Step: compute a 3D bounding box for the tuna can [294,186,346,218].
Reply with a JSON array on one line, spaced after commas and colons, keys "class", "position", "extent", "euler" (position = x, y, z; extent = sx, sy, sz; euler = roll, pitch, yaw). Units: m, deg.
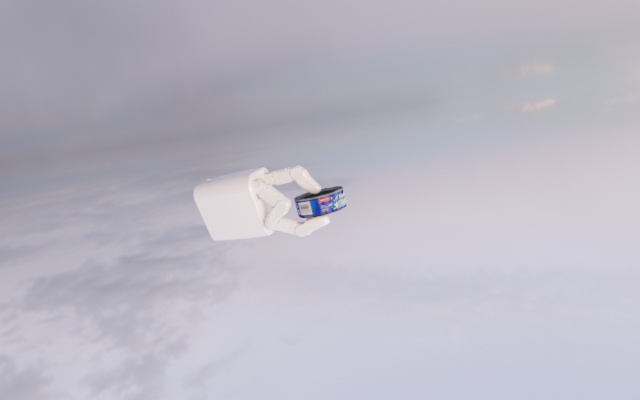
[{"class": "tuna can", "position": [0.000, 0.003, 0.807], "extent": [0.086, 0.034, 0.086], "euler": [-13, 8, 2]}]
